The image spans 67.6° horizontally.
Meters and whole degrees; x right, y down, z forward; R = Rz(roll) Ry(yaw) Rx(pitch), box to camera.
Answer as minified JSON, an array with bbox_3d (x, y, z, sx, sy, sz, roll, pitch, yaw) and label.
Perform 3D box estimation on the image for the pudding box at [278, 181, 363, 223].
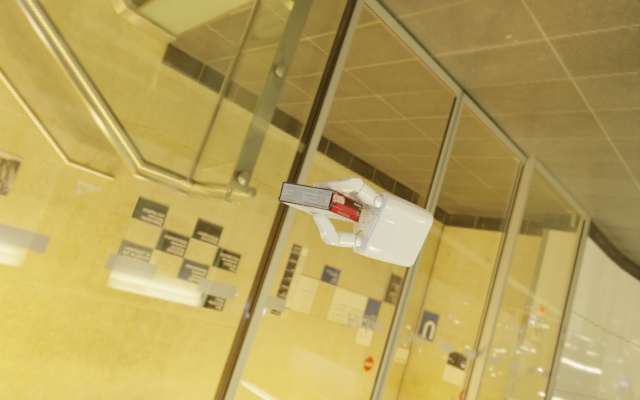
[{"bbox_3d":[0.000,0.003,0.796,0.113,0.039,0.090,8,-11,38],"label":"pudding box"}]
